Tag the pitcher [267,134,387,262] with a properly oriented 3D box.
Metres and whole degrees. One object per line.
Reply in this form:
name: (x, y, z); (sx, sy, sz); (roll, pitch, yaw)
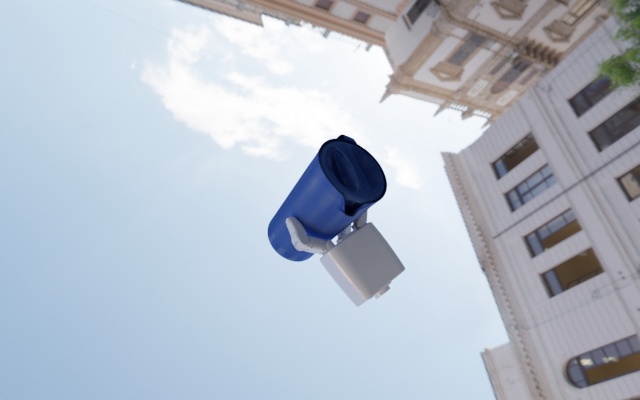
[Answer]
pitcher: (0.000, 0.003, 0.866); (0.149, 0.145, 0.243); (-29, -13, -45)
